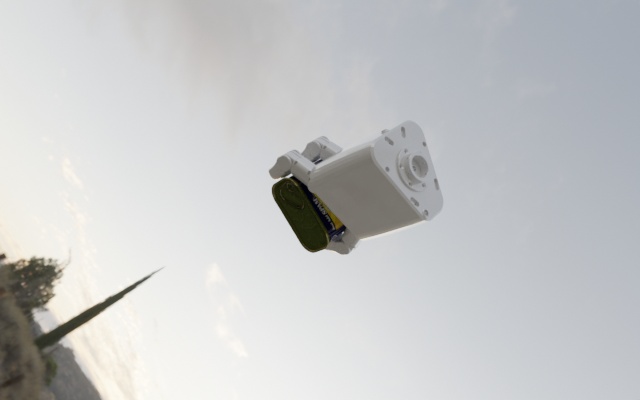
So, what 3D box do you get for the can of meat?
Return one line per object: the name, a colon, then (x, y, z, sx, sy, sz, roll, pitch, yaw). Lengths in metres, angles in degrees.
can of meat: (0.000, 0.002, 0.619, 0.084, 0.102, 0.057, -34, 4, -38)
